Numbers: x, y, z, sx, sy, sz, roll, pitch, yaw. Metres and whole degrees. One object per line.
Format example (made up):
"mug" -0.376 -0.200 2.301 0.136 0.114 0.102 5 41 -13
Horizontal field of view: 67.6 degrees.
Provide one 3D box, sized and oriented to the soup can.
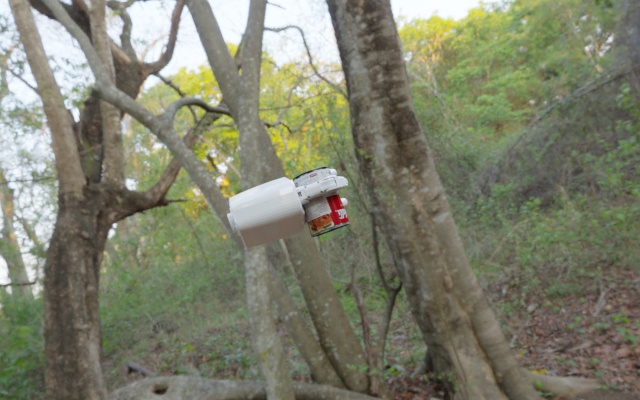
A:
"soup can" 0.001 0.002 0.794 0.068 0.102 0.068 -20 -6 -2
